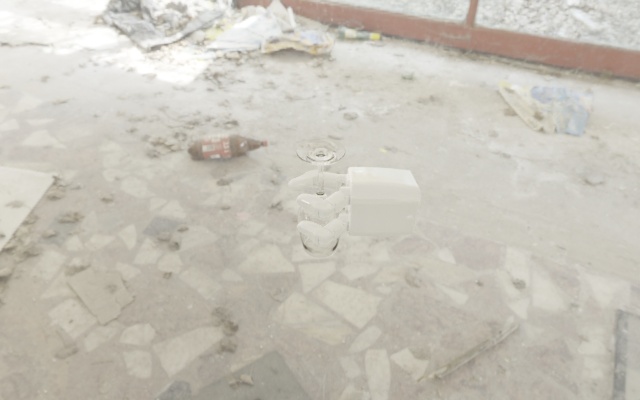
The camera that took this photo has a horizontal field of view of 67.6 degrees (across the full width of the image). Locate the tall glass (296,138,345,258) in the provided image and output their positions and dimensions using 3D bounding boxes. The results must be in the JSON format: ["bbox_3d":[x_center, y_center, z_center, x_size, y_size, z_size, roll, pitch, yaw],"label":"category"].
[{"bbox_3d":[0.000,0.002,0.777,0.079,0.201,0.079,0,39,0],"label":"tall glass"}]
